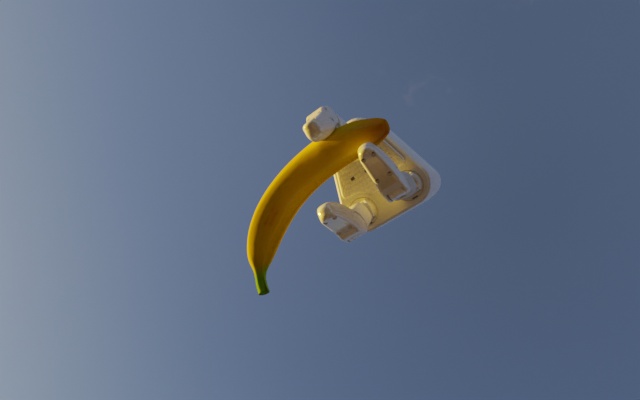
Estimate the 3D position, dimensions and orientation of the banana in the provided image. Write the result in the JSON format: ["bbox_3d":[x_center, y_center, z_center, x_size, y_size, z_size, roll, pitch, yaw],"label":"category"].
[{"bbox_3d":[-0.015,-0.007,0.452,0.069,0.198,0.037,40,11,23],"label":"banana"}]
